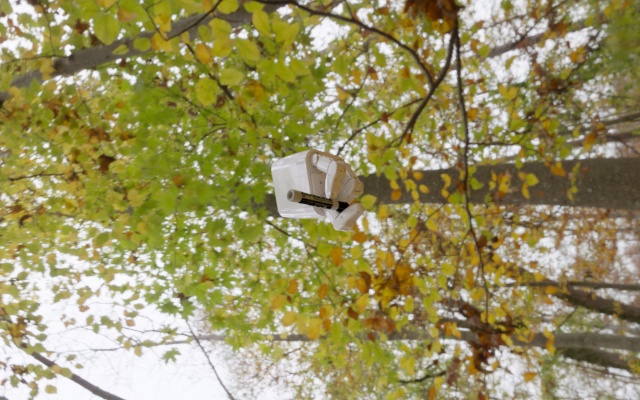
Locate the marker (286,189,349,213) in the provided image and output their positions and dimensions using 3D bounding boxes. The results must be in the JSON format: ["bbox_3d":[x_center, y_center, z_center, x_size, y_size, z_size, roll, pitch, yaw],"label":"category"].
[{"bbox_3d":[0.000,0.002,0.739,0.121,0.020,0.020,13,-8,-41],"label":"marker"}]
